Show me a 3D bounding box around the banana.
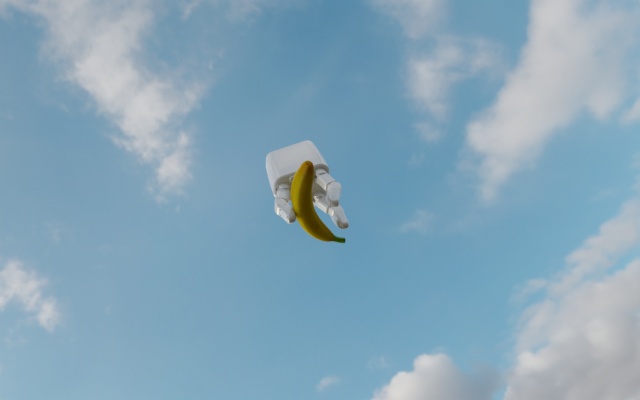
[{"bbox_3d":[-0.016,0.011,0.855,0.069,0.198,0.037,-19,39,7],"label":"banana"}]
